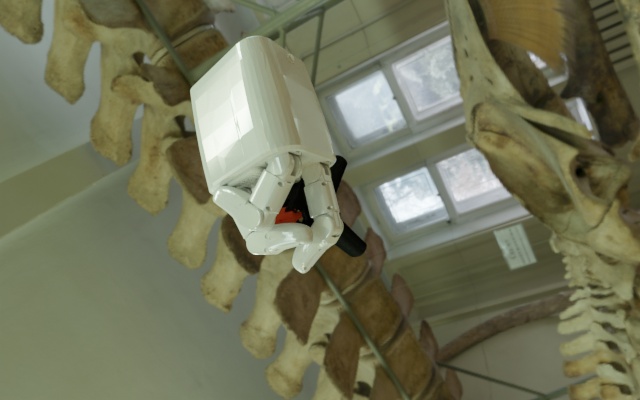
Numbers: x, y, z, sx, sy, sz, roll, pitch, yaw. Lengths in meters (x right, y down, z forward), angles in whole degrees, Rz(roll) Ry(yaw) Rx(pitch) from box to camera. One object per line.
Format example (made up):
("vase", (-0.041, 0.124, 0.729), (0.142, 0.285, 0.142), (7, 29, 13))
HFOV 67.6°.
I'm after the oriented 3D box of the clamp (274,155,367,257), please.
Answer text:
("clamp", (-0.001, 0.002, 0.502), (0.039, 0.120, 0.171), (-20, -13, 22))
